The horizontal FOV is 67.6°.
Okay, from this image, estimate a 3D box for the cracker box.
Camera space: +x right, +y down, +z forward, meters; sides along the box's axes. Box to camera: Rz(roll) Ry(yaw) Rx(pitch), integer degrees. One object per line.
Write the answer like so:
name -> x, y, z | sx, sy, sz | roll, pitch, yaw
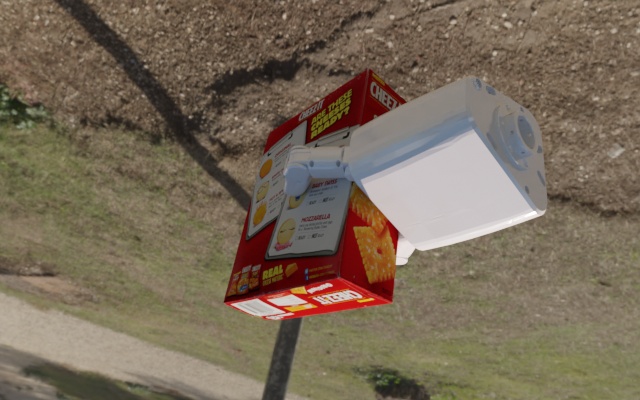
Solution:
cracker box -> 0.000, 0.002, 0.470 | 0.072, 0.213, 0.164 | 31, -36, -32
